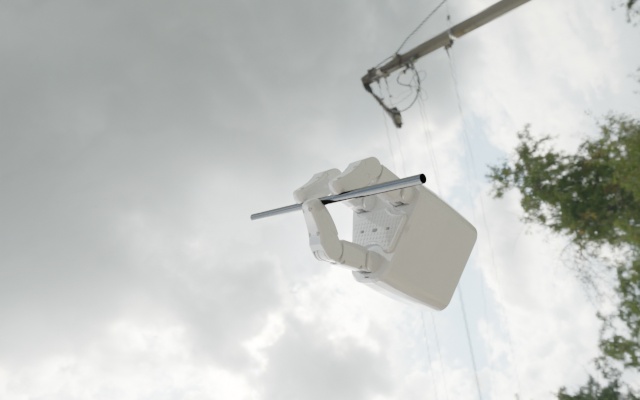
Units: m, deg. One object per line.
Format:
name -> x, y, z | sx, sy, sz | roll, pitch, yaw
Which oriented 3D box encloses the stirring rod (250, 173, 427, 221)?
stirring rod -> 0.000, 0.002, 0.443 | 0.011, 0.011, 0.239 | 0, -8, -39
